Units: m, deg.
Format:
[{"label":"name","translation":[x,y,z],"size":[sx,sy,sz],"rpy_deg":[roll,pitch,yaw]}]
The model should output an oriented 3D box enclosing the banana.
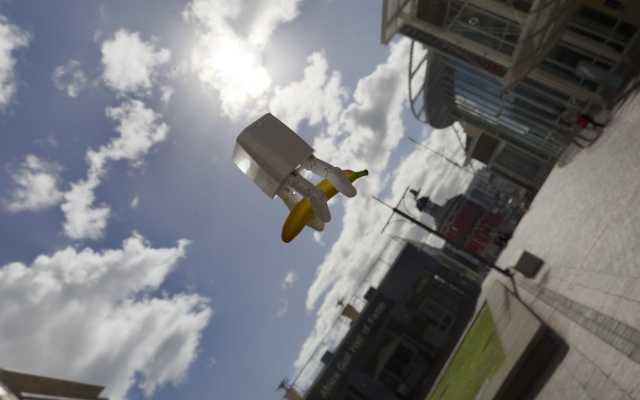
[{"label":"banana","translation":[-0.005,0.001,0.832],"size":[0.197,0.037,0.069],"rpy_deg":[-42,16,-19]}]
